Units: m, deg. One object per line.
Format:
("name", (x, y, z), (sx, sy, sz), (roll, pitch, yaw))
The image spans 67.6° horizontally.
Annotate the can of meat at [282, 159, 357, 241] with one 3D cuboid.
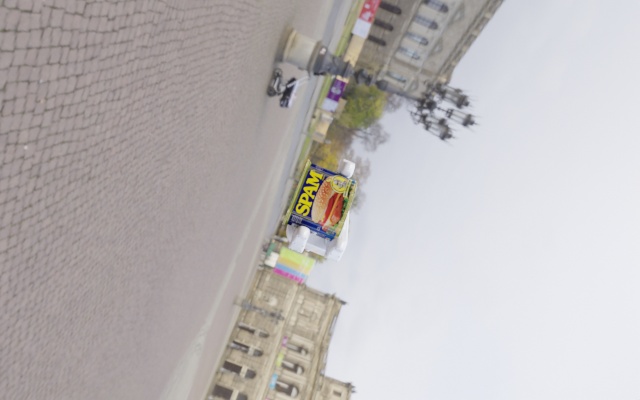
("can of meat", (0.000, 0.002, 0.715), (0.084, 0.102, 0.057), (22, -16, -4))
